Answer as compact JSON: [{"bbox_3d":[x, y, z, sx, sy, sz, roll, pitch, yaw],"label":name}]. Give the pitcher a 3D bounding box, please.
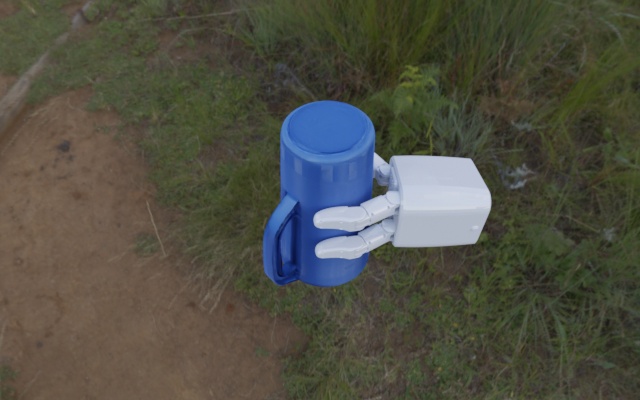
[{"bbox_3d":[0.000,0.002,0.620,0.145,0.149,0.243,1,-41,1],"label":"pitcher"}]
